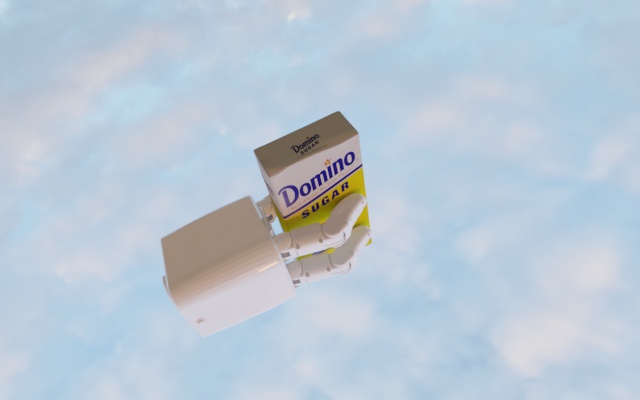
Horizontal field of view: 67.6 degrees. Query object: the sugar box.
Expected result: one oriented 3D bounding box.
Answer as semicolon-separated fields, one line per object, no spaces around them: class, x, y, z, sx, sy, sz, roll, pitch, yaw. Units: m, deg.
sugar box;0.000;0.002;0.494;0.093;0.048;0.176;-27;-37;-10
